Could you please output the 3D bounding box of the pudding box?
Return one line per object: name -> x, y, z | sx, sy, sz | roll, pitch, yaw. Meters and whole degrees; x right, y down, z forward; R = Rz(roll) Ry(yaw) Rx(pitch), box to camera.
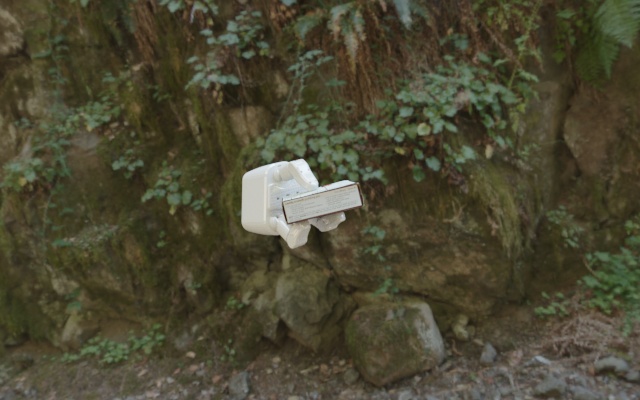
pudding box -> 0.000, 0.002, 0.693 | 0.113, 0.039, 0.090 | -15, 6, -3
